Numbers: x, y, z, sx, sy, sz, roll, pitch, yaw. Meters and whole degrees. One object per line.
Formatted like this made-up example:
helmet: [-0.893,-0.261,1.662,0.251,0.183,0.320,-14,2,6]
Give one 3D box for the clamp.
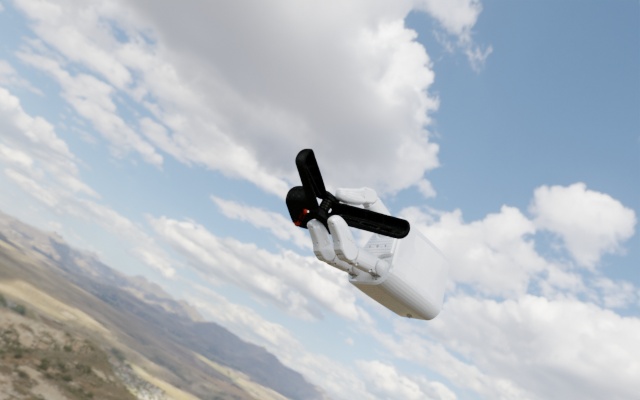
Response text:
clamp: [0.000,0.002,0.634,0.164,0.036,0.210,39,-22,-19]
